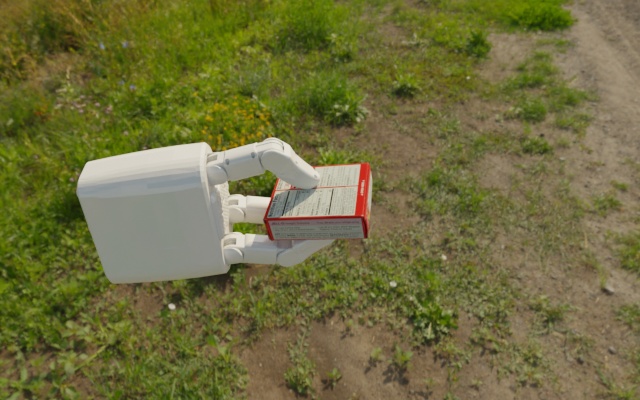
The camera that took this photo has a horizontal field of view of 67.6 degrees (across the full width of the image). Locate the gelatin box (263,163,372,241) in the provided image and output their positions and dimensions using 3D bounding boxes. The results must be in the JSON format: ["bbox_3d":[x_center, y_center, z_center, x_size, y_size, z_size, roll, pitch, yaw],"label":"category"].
[{"bbox_3d":[0.000,0.001,0.429,0.089,0.030,0.073,-3,40,13],"label":"gelatin box"}]
